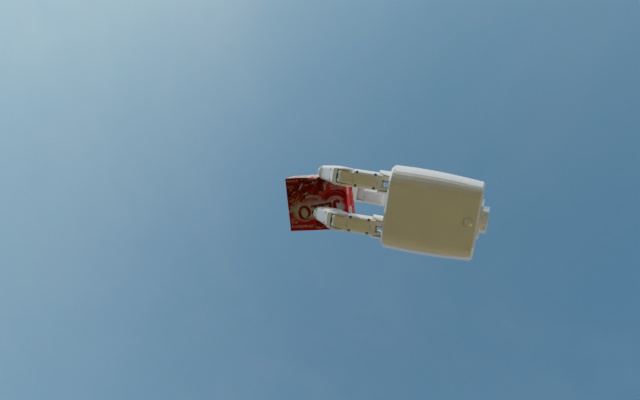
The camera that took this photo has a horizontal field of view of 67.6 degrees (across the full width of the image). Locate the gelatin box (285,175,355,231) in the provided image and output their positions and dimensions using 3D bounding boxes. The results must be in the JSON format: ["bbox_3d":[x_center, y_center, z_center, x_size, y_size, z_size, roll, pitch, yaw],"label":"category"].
[{"bbox_3d":[0.000,0.002,0.639,0.089,0.073,0.030,-3,8,24],"label":"gelatin box"}]
